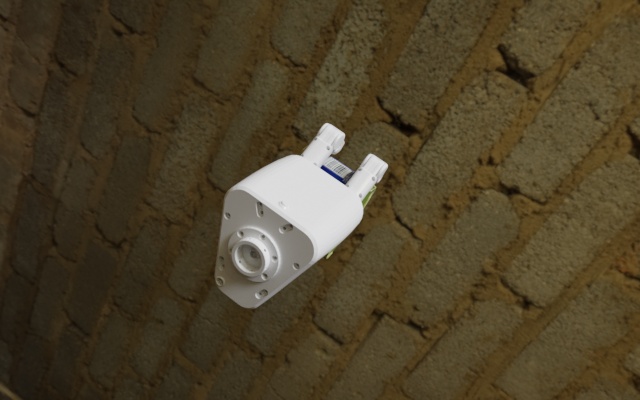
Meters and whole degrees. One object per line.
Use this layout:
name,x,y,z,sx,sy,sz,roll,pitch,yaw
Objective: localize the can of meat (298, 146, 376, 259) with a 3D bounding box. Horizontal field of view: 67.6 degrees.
can of meat,0.000,0.002,0.528,0.084,0.102,0.057,35,25,10
